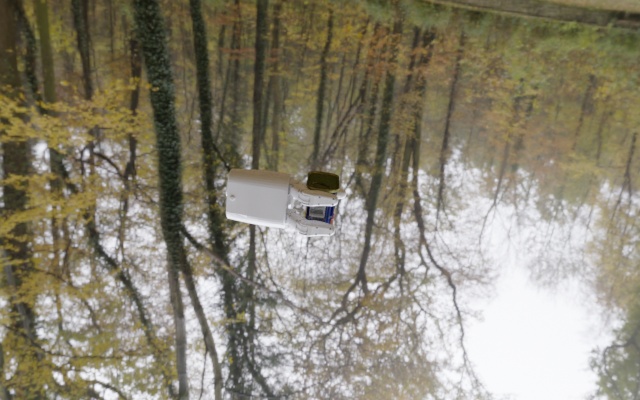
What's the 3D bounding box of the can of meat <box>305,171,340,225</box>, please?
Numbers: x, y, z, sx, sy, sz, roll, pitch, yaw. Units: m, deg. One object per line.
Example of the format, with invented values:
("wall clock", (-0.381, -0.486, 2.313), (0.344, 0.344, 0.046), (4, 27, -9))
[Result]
("can of meat", (0.000, 0.003, 0.852), (0.057, 0.084, 0.102), (7, 19, -1))
